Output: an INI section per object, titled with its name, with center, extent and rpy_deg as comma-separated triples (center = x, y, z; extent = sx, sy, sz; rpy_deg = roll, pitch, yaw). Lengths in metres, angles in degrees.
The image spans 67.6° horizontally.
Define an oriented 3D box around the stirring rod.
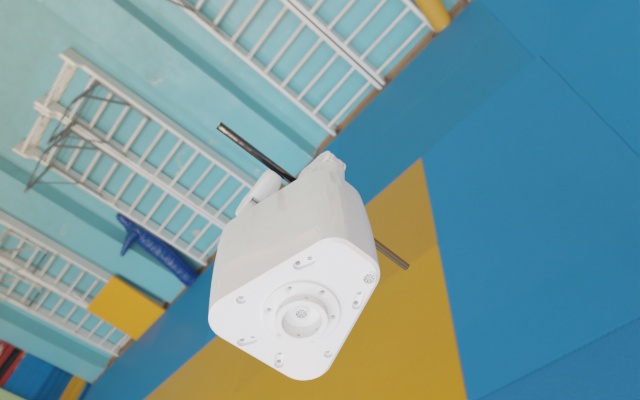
[stirring rod]
center = 0.000, 0.002, 0.465
extent = 0.239, 0.011, 0.011
rpy_deg = 37, -14, -19
